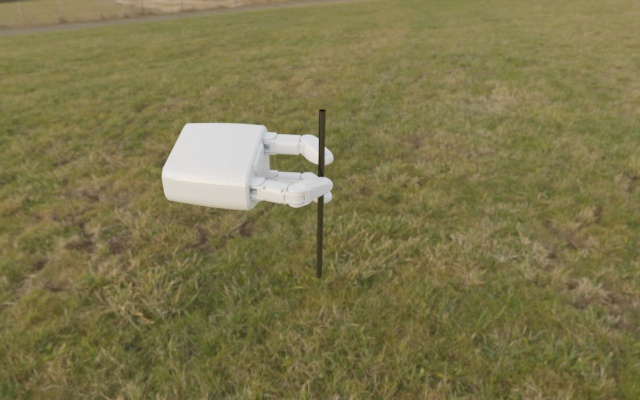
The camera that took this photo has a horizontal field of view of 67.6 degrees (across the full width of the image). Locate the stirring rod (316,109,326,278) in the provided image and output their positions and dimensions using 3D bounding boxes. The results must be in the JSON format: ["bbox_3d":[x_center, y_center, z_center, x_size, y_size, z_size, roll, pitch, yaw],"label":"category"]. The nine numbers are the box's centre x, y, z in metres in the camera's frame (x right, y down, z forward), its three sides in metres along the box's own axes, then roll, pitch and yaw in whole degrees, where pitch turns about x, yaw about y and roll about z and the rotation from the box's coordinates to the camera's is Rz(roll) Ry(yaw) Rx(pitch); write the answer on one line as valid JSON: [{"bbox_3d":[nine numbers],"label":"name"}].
[{"bbox_3d":[0.000,0.002,0.597,0.011,0.240,0.011,1,31,0],"label":"stirring rod"}]
